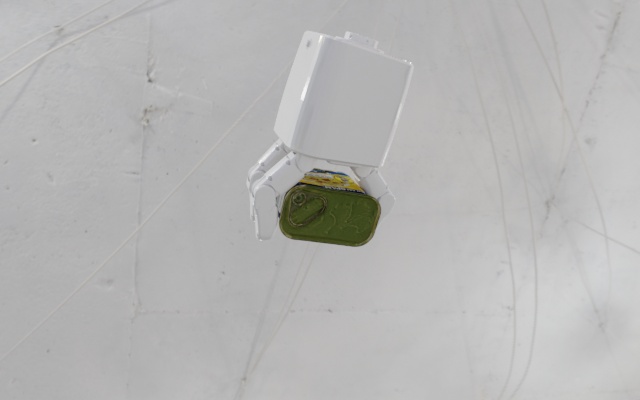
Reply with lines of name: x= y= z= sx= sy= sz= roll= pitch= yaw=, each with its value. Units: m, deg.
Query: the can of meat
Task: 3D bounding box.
can of meat: x=0.000 y=0.002 z=0.505 sx=0.102 sy=0.057 sz=0.084 roll=8 pitch=19 yaw=-19
